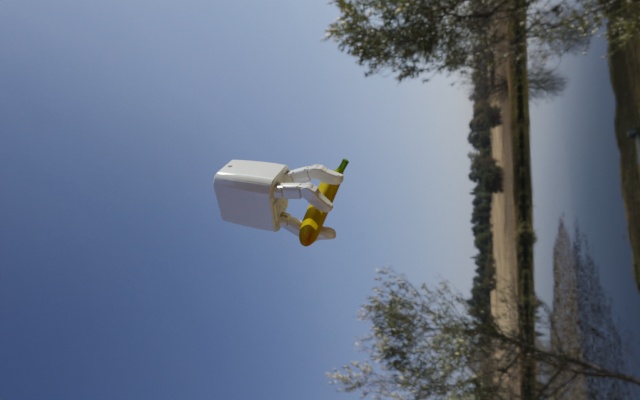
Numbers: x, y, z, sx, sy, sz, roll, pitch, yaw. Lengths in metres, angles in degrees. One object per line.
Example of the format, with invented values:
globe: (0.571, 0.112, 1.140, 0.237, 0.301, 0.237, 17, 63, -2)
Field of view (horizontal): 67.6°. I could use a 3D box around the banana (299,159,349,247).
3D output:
banana: (-0.002, 0.011, 0.826, 0.037, 0.197, 0.070, 22, -37, 3)
